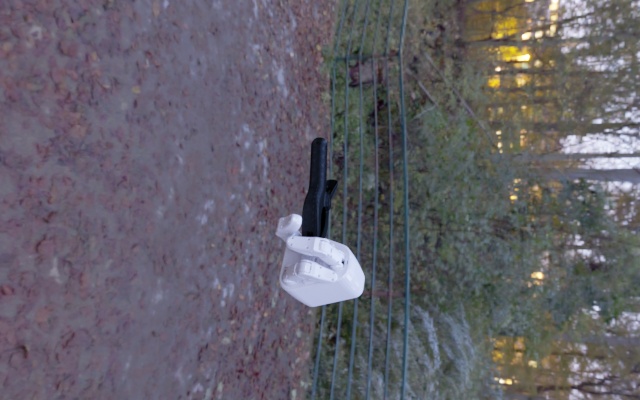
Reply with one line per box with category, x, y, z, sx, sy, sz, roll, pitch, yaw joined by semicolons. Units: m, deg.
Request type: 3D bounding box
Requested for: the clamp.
clamp;0.001;0.003;0.741;0.039;0.171;0.120;0;-26;21
